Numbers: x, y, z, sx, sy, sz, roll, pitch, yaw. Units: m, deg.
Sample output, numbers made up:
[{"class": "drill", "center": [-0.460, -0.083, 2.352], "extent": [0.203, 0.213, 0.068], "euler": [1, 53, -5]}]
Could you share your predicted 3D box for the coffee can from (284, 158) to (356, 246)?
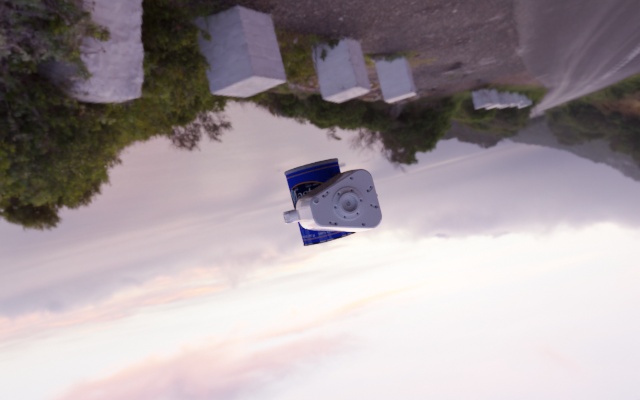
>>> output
[{"class": "coffee can", "center": [0.000, 0.003, 0.877], "extent": [0.103, 0.140, 0.103], "euler": [-15, 0, 0]}]
